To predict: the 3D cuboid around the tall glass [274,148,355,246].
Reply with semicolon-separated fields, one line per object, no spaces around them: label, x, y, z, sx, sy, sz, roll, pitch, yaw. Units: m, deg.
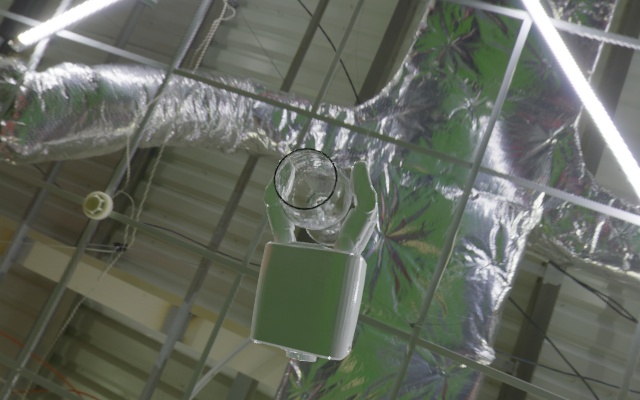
tall glass;0.000;0.002;0.548;0.079;0.079;0.201;0;-14;9
